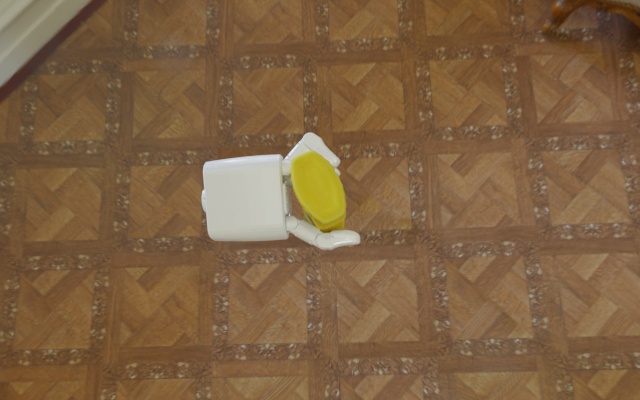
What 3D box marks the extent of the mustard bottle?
[{"bbox_3d":[0.000,0.002,0.672,0.058,0.096,0.192,-28,-12,-4],"label":"mustard bottle"}]
